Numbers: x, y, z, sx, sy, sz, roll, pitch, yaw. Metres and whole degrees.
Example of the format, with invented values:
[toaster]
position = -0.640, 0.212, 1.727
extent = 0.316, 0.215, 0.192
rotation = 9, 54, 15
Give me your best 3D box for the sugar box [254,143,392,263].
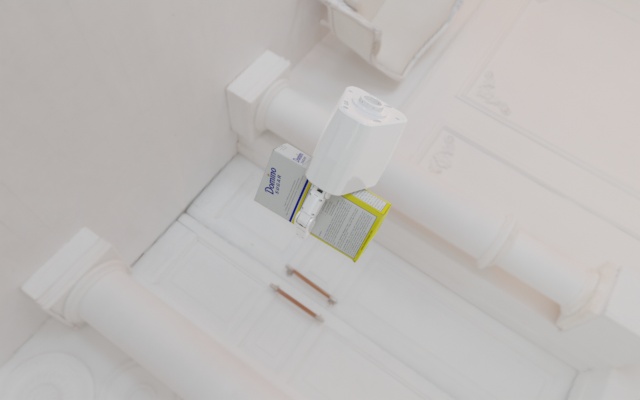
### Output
[sugar box]
position = 0.000, 0.002, 0.672
extent = 0.176, 0.093, 0.048
rotation = 33, 32, 11
